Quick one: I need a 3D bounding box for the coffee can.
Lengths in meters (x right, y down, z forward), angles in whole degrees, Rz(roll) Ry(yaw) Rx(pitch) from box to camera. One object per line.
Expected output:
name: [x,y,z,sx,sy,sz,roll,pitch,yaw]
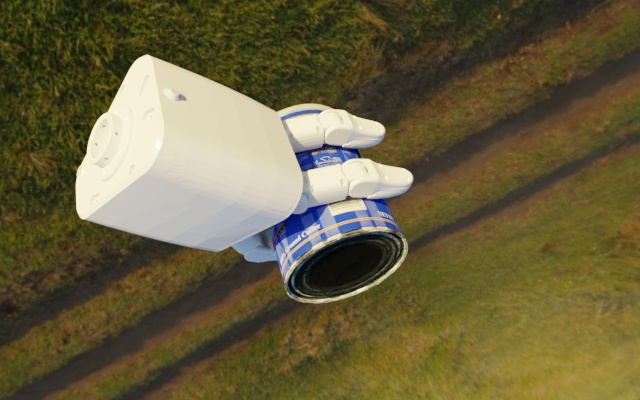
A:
coffee can: [0.000,0.001,0.412,0.103,0.140,0.103,-15,-36,-11]
